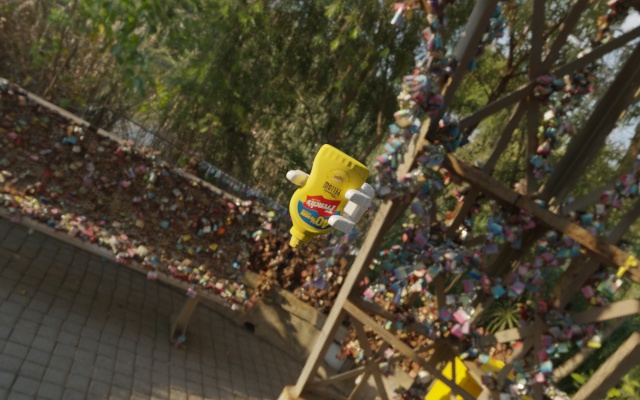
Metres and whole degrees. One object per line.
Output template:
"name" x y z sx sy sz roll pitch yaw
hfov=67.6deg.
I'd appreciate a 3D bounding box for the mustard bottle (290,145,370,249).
"mustard bottle" 0.000 0.003 0.859 0.096 0.191 0.058 29 9 -13
